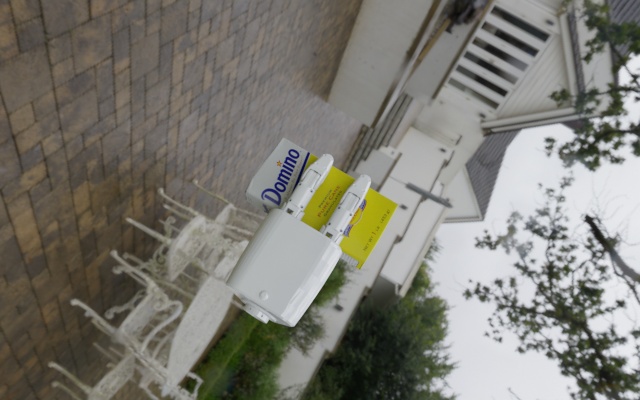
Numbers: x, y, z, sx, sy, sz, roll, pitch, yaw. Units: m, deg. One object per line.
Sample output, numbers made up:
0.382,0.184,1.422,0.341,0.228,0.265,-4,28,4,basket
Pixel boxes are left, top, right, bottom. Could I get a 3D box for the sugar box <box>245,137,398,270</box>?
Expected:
0.000,0.002,0.615,0.176,0.093,0.048,31,-19,5,sugar box
